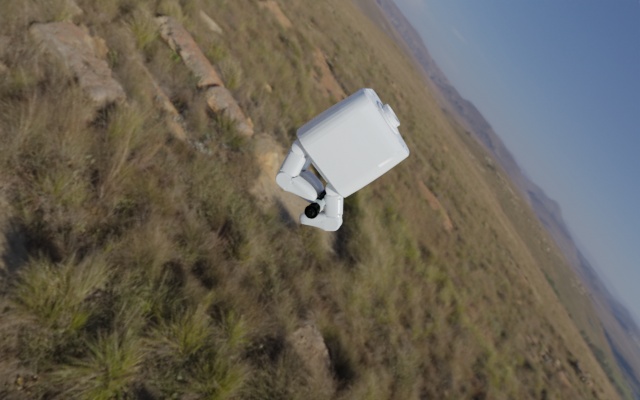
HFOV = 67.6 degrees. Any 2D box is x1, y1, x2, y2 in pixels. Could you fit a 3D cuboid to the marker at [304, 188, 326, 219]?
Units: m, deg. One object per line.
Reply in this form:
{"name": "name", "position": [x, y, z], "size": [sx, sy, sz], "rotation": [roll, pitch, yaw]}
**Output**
{"name": "marker", "position": [0.000, 0.002, 0.666], "size": [0.020, 0.020, 0.121], "rotation": [0, 13, 13]}
